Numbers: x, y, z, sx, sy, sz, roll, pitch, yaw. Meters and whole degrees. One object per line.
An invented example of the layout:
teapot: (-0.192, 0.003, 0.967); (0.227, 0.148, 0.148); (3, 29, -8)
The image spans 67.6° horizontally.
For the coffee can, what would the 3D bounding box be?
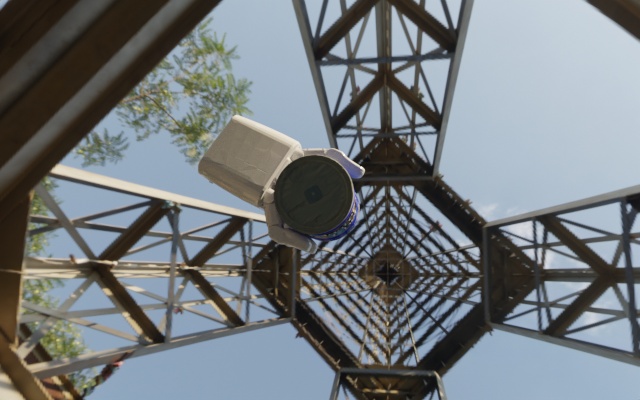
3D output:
coffee can: (0.000, 0.002, 0.671); (0.103, 0.103, 0.140); (0, -9, 8)
